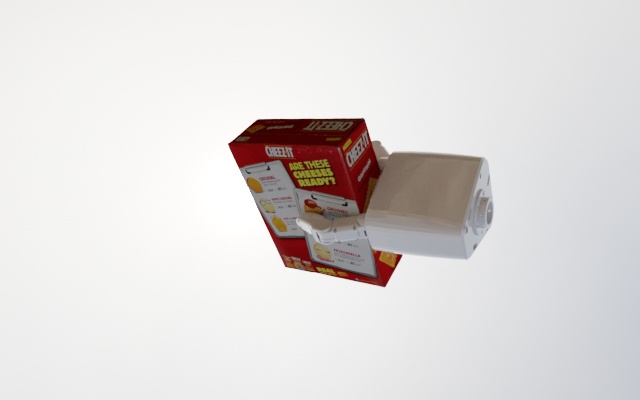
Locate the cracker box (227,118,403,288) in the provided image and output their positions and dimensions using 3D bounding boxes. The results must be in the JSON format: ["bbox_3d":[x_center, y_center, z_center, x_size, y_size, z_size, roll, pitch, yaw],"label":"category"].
[{"bbox_3d":[0.000,0.002,0.605,0.164,0.214,0.072,6,41,34],"label":"cracker box"}]
